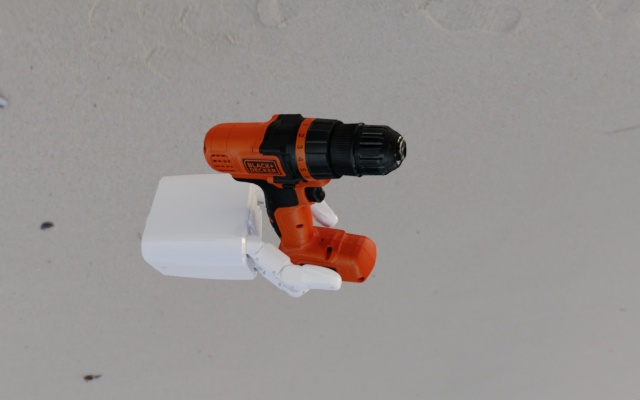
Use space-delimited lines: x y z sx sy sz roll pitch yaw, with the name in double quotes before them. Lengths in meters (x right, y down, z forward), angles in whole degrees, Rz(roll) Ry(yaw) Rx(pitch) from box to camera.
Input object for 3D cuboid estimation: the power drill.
"power drill" 0.000 0.002 0.453 0.184 0.057 0.188 5 -42 26
